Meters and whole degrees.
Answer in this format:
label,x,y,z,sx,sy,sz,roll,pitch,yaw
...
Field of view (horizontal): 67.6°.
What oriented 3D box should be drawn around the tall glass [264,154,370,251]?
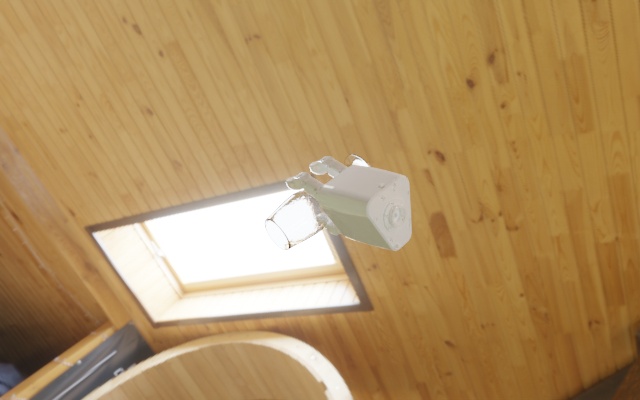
label,x,y,z,sx,sy,sz,roll,pitch,yaw
tall glass,0.001,0.002,0.805,0.201,0.079,0.079,-37,19,-27
